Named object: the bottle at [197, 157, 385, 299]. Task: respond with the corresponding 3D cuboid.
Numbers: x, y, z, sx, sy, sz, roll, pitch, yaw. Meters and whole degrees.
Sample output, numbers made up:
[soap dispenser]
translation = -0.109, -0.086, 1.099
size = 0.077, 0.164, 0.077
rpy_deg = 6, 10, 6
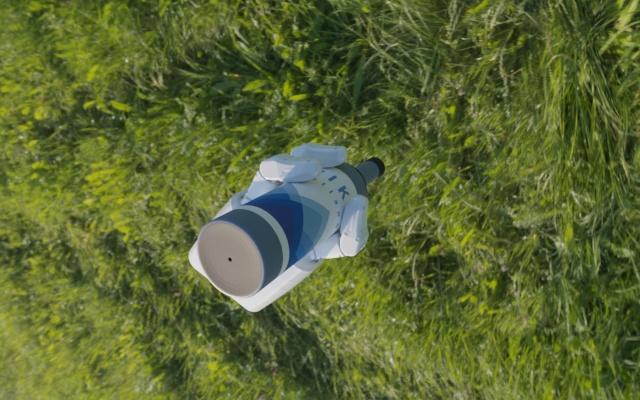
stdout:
[bottle]
translation = 0.000, 0.002, 0.486
size = 0.069, 0.069, 0.295
rpy_deg = 0, 17, 30
